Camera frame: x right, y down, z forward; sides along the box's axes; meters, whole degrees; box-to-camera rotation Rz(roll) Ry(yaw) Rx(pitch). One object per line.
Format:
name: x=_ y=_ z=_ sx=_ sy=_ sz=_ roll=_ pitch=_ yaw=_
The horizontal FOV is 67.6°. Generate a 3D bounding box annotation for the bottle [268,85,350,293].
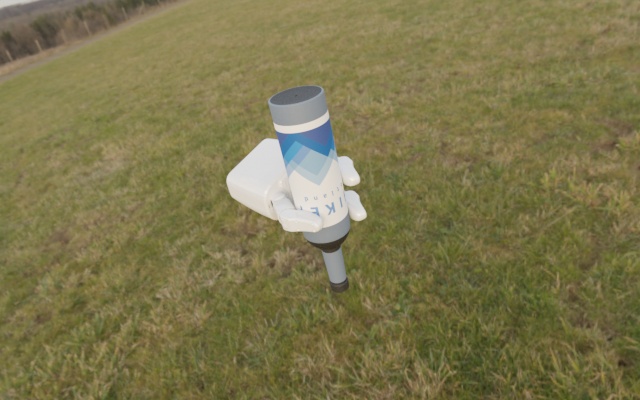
bottle: x=0.000 y=0.002 z=0.628 sx=0.069 sy=0.296 sz=0.069 roll=-10 pitch=30 yaw=6
